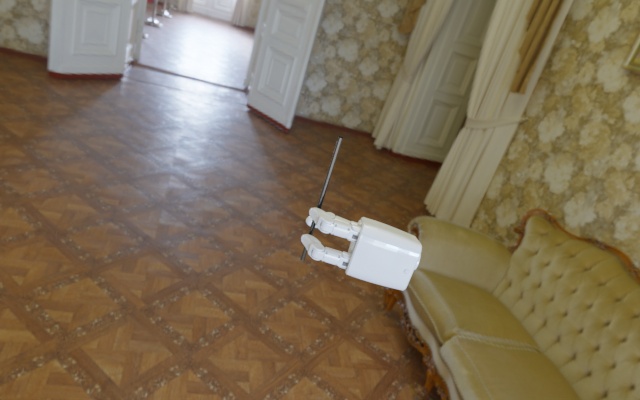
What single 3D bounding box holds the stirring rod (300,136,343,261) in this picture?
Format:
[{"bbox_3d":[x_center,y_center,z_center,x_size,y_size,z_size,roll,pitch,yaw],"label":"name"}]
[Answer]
[{"bbox_3d":[0.000,0.003,0.824,0.011,0.240,0.011,15,24,-7],"label":"stirring rod"}]
